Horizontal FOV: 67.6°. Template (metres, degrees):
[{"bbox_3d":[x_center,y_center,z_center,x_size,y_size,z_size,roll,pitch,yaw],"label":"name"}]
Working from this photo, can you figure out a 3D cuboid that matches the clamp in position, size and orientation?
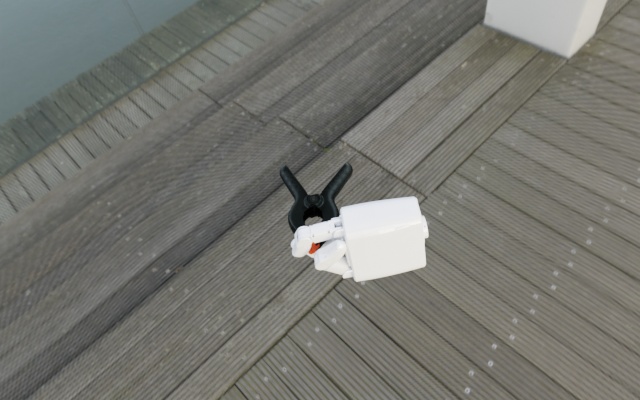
[{"bbox_3d":[0.000,0.002,0.749,0.120,0.171,0.039,-12,-36,5],"label":"clamp"}]
